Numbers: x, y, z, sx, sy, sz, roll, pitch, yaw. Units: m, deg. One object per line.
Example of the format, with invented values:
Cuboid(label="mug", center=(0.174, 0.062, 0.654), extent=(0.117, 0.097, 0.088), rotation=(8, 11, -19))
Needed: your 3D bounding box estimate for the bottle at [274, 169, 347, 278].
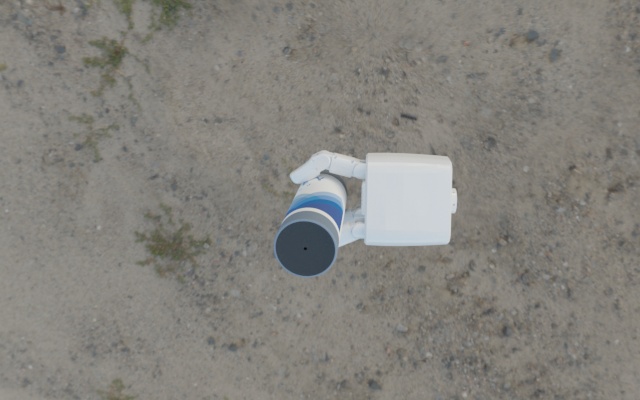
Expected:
Cuboid(label="bottle", center=(0.000, 0.002, 0.627), extent=(0.069, 0.069, 0.295), rotation=(0, 19, 7))
